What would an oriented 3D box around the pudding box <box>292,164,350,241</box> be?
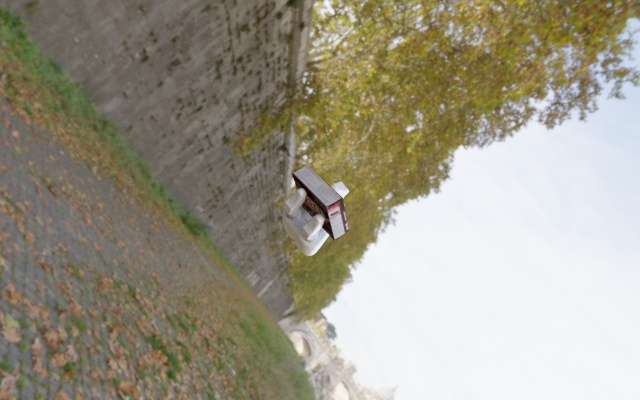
[{"bbox_3d":[0.000,0.003,0.831,0.039,0.090,0.113,-34,50,-16],"label":"pudding box"}]
